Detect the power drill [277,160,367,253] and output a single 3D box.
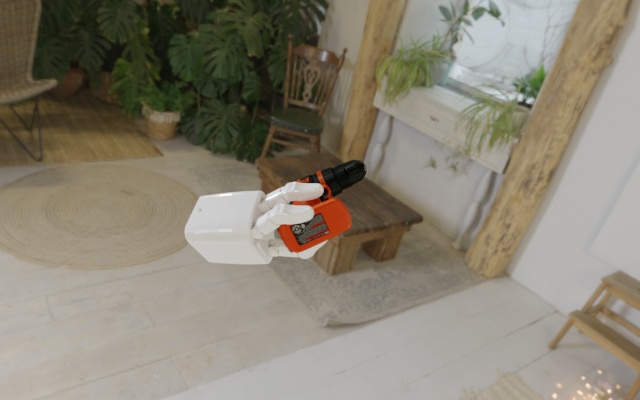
[{"bbox_3d":[0.000,0.003,0.768,0.184,0.057,0.187,-27,18,5],"label":"power drill"}]
